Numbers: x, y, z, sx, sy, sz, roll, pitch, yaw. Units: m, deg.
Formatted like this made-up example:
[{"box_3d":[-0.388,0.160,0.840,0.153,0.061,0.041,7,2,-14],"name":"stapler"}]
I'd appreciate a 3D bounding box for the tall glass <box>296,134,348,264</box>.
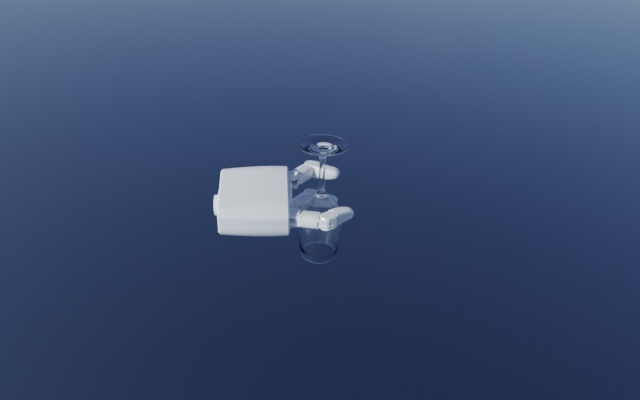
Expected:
[{"box_3d":[0.000,0.002,0.757,0.079,0.201,0.079,2,31,-1],"name":"tall glass"}]
